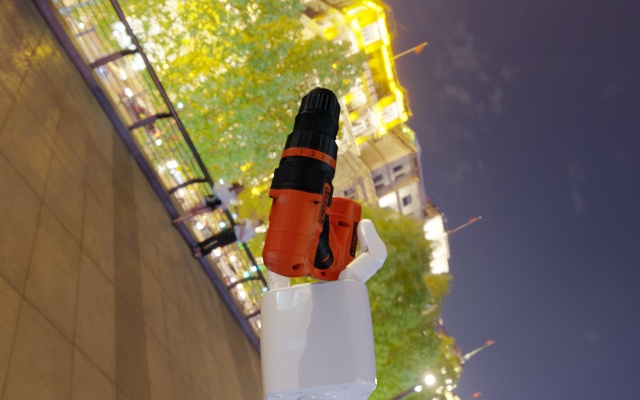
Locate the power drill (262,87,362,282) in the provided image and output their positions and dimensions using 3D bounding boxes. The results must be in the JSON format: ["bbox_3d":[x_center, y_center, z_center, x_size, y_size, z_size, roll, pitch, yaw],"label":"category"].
[{"bbox_3d":[0.000,0.002,0.502,0.057,0.184,0.188,8,-18,18],"label":"power drill"}]
